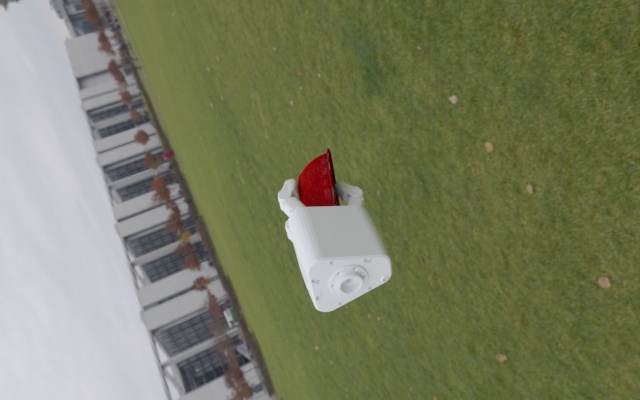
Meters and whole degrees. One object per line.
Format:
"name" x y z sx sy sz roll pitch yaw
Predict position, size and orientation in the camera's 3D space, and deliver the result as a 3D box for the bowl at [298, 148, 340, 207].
"bowl" 0.000 0.002 0.743 0.055 0.162 0.162 -9 -1 4
